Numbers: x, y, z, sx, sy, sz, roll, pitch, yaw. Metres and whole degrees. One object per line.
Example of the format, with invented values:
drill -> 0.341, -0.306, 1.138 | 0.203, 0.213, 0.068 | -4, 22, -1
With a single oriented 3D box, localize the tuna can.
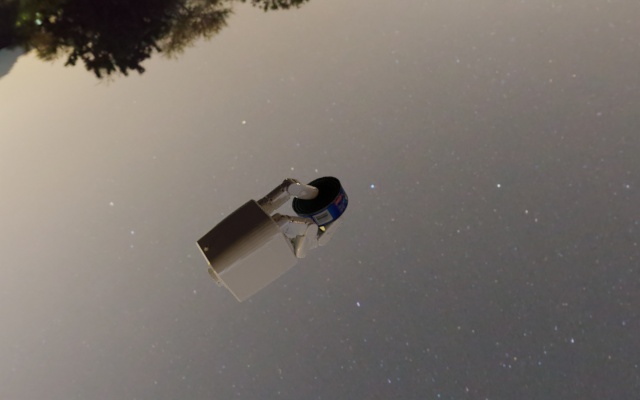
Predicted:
tuna can -> 0.000, 0.003, 0.756 | 0.086, 0.034, 0.086 | -21, 35, 16
